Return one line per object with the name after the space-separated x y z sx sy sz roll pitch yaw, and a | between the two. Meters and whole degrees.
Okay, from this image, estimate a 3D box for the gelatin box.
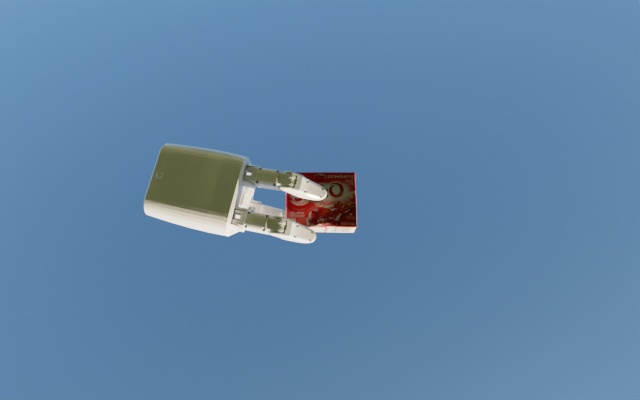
0.000 0.002 0.603 0.089 0.073 0.030 1 -18 -4 | gelatin box
